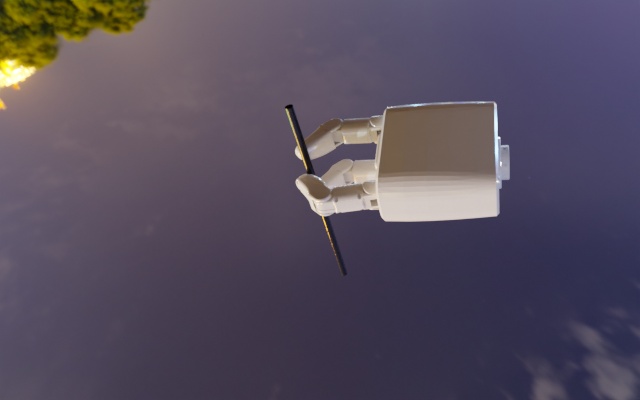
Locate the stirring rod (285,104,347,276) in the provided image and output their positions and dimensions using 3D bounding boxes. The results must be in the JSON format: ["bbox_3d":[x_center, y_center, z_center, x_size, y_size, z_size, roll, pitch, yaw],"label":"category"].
[{"bbox_3d":[0.000,0.002,0.521,0.011,0.240,0.011,-11,39,9],"label":"stirring rod"}]
